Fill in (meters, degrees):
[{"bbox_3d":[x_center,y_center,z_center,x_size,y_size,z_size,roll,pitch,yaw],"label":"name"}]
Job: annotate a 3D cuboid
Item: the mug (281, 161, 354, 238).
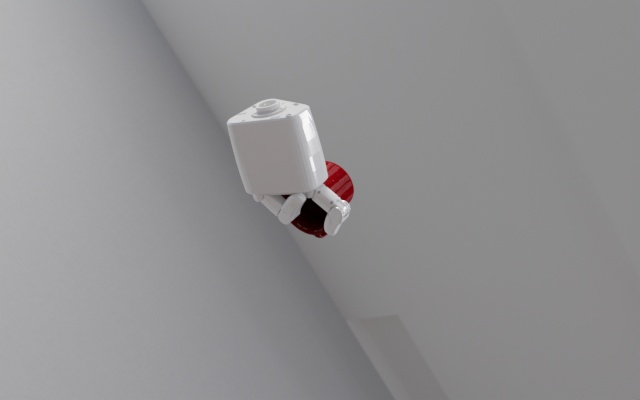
[{"bbox_3d":[0.001,0.004,0.730,0.093,0.117,0.081,10,37,34],"label":"mug"}]
